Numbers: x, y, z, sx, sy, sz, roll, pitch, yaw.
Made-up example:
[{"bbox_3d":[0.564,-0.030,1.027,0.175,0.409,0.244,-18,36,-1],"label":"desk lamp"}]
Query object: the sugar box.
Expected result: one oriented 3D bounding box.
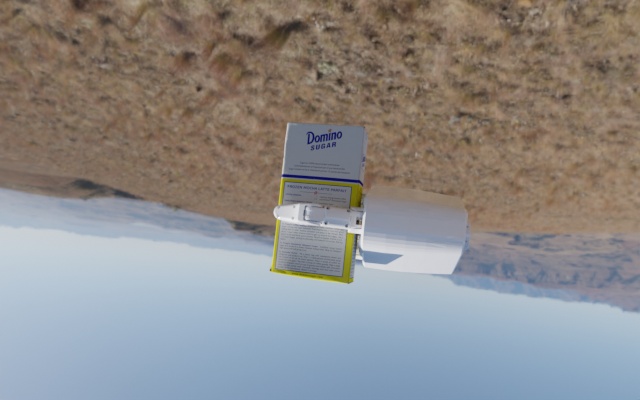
[{"bbox_3d":[0.000,0.002,0.551,0.093,0.176,0.048,6,-7,12],"label":"sugar box"}]
